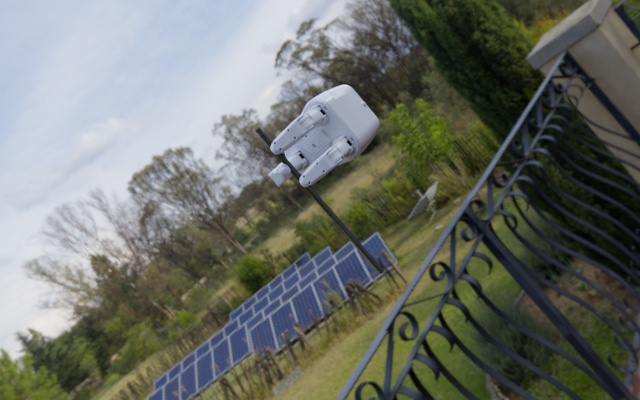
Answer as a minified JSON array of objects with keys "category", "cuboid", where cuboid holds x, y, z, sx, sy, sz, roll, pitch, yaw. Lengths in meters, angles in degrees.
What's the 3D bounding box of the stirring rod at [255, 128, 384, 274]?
[{"category":"stirring rod","cuboid":[0.000,0.002,0.606,0.011,0.239,0.011,-41,4,4]}]
